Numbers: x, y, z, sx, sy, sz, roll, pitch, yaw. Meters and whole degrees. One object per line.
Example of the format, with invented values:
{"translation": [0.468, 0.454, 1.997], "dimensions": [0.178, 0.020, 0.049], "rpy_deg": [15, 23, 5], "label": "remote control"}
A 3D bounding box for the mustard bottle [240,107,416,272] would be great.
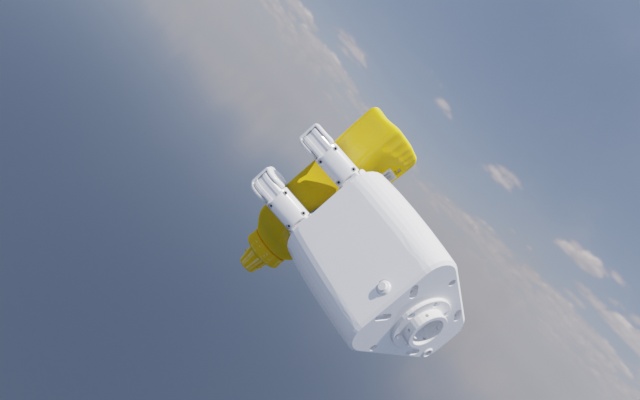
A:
{"translation": [0.000, 0.001, 0.452], "dimensions": [0.191, 0.058, 0.096], "rpy_deg": [-41, -20, 6], "label": "mustard bottle"}
